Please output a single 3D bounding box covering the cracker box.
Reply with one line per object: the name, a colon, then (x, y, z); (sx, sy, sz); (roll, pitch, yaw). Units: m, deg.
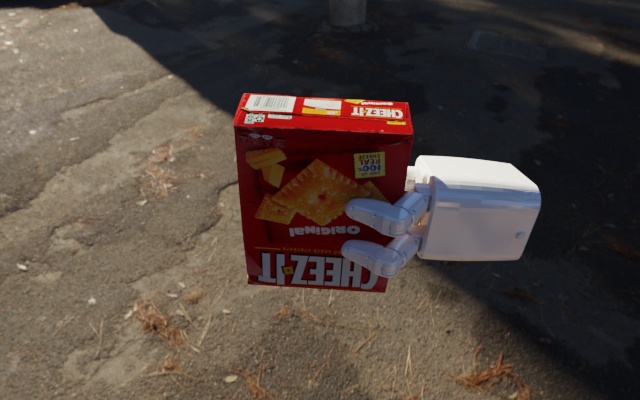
cracker box: (0.000, 0.001, 0.504); (0.164, 0.214, 0.072); (4, 38, 2)
